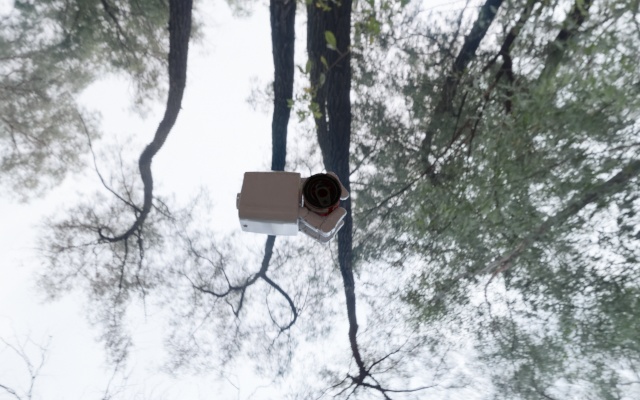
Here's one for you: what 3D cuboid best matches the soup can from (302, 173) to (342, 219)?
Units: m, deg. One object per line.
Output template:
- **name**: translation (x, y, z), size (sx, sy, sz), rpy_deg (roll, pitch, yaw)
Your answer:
- **soup can**: translation (0.001, 0.003, 0.865), size (0.068, 0.068, 0.102), rpy_deg (0, -24, -3)
